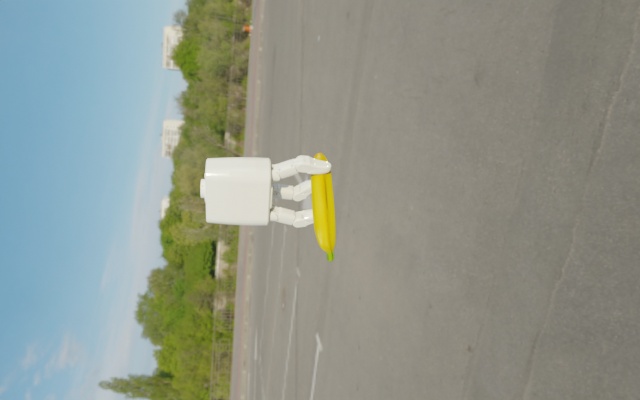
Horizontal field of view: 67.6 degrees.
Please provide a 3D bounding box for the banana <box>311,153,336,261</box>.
[{"bbox_3d":[0.002,0.000,0.810,0.037,0.197,0.070,-2,-18,-7],"label":"banana"}]
